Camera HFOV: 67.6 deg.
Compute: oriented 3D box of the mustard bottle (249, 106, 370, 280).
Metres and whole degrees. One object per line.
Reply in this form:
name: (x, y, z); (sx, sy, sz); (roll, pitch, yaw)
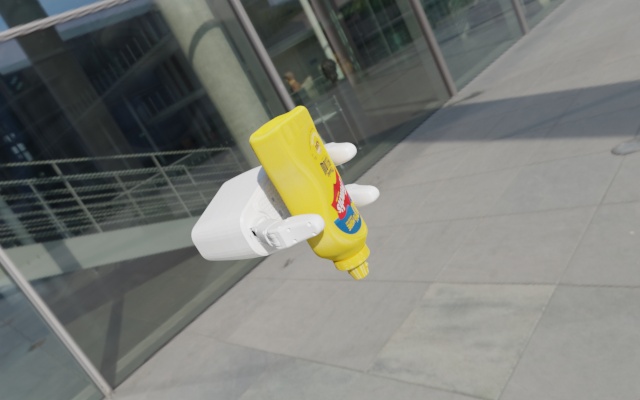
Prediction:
mustard bottle: (0.000, 0.001, 0.498); (0.058, 0.192, 0.096); (-23, 16, 19)
